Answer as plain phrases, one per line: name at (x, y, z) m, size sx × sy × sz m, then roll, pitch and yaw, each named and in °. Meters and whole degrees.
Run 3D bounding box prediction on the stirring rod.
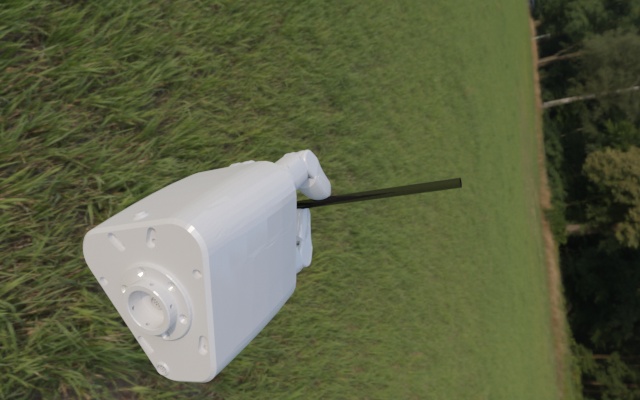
stirring rod at (0.000, 0.001, 0.418) m, size 0.239 × 0.011 × 0.011 m, roll -8°, pitch -4°, yaw 25°
